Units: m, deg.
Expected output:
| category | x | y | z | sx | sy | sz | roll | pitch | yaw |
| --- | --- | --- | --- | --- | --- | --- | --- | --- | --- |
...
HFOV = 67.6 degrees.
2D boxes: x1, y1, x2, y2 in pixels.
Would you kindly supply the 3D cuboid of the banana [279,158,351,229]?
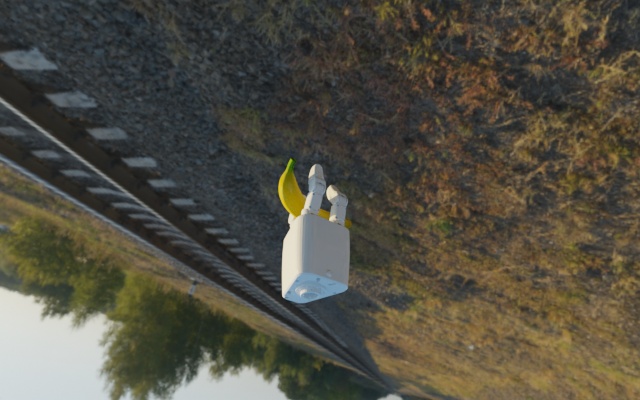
| category | x | y | z | sx | sy | sz | roll | pitch | yaw |
| --- | --- | --- | --- | --- | --- | --- | --- | --- | --- |
| banana | -0.017 | 0.011 | 0.842 | 0.069 | 0.037 | 0.198 | -34 | -49 | 10 |
